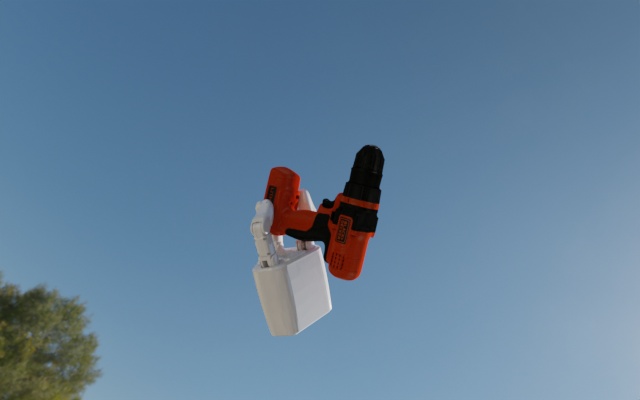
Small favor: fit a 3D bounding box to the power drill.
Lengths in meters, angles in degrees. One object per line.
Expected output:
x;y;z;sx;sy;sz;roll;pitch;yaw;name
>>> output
0.000;0.002;0.684;0.187;0.184;0.057;16;3;42;power drill
